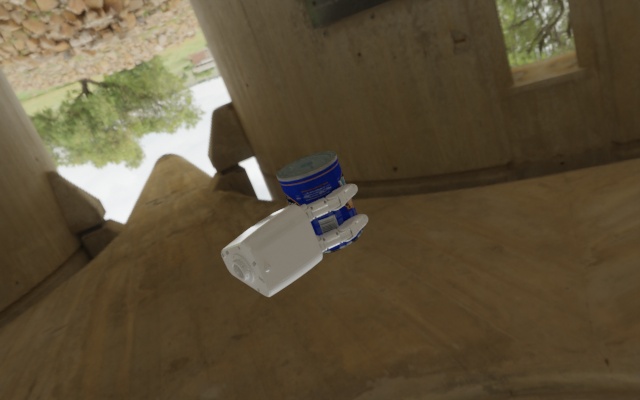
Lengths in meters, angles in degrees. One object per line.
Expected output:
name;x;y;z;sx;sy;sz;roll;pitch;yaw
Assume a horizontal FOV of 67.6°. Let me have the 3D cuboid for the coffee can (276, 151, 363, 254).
coffee can;0.000;0.002;0.787;0.103;0.140;0.102;-19;19;7
